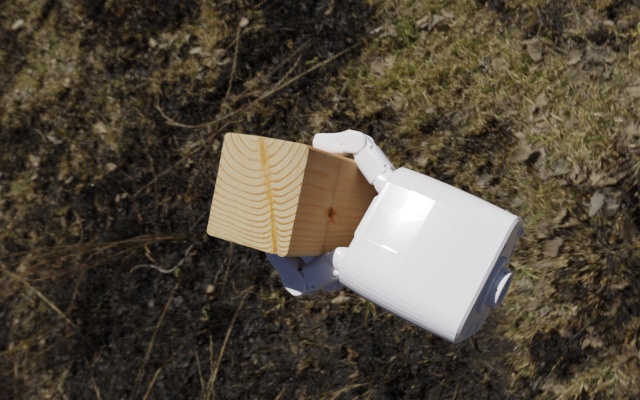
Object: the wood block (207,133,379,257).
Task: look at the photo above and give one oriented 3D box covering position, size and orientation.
[{"bbox_3d":[0.000,0.001,0.472,0.090,0.091,0.206,12,1,32],"label":"wood block"}]
